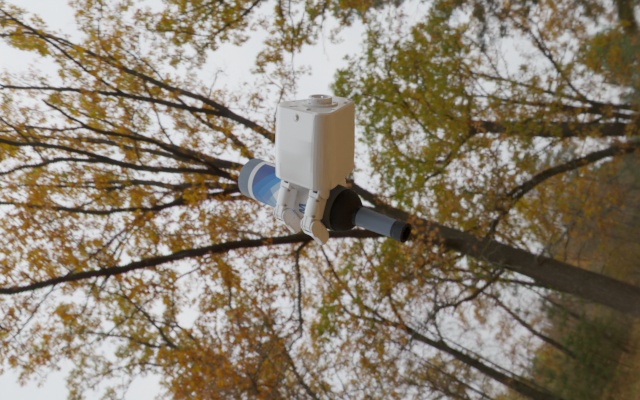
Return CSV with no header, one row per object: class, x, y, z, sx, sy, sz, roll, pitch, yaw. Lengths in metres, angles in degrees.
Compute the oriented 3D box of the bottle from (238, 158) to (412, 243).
bottle,0.000,0.002,0.709,0.295,0.069,0.069,20,12,36
